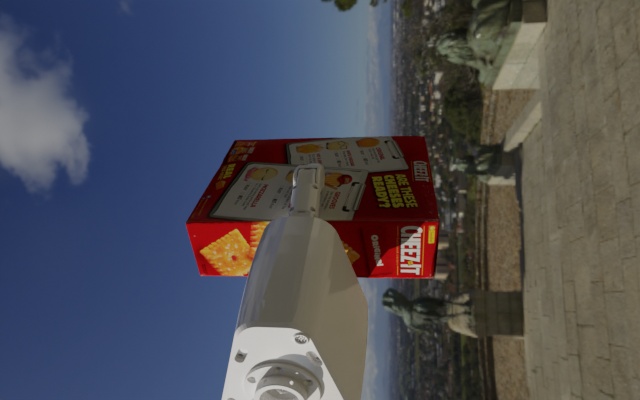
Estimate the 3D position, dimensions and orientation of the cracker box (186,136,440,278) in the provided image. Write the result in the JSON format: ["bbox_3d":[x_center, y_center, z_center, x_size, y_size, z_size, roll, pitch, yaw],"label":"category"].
[{"bbox_3d":[0.000,0.001,0.474,0.213,0.072,0.164,0,33,7],"label":"cracker box"}]
